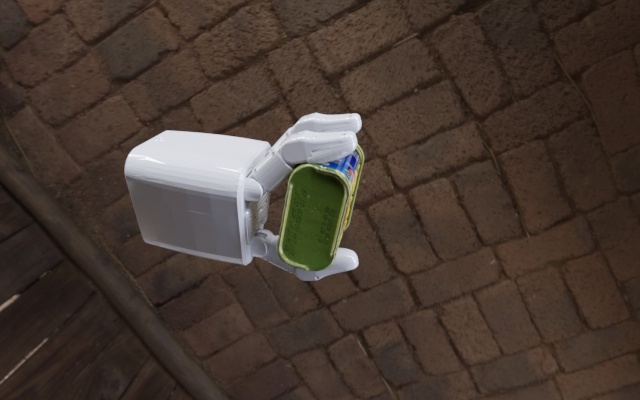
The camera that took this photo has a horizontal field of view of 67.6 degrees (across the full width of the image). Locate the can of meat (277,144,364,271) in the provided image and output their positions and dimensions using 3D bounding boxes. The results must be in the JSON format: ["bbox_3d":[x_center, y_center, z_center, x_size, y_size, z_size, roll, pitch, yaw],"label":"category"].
[{"bbox_3d":[0.000,0.002,0.429,0.057,0.102,0.084,14,25,5],"label":"can of meat"}]
